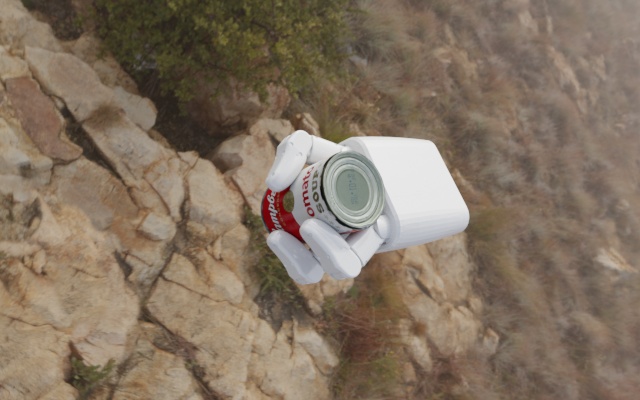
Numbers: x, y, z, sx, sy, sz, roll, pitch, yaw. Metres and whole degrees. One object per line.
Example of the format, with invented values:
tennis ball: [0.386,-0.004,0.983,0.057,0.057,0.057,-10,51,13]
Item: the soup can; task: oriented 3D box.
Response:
soup can: [0.000,0.001,0.425,0.068,0.068,0.102,0,-12,-35]
